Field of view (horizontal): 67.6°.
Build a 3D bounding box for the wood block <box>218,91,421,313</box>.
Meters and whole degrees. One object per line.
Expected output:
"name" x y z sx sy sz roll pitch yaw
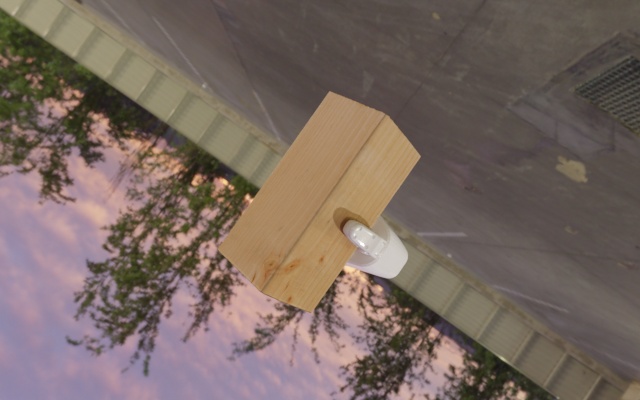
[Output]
"wood block" 0.000 0.002 0.508 0.090 0.206 0.090 33 -3 42
